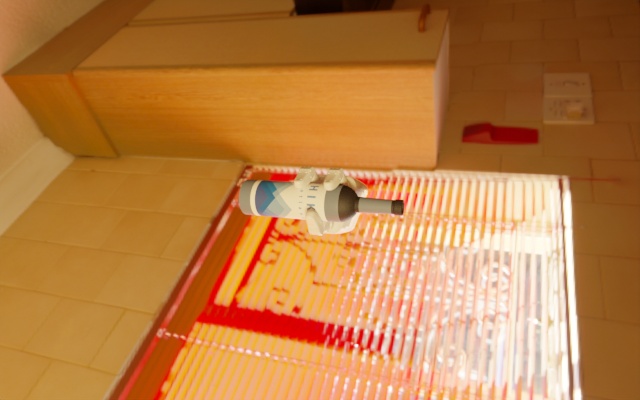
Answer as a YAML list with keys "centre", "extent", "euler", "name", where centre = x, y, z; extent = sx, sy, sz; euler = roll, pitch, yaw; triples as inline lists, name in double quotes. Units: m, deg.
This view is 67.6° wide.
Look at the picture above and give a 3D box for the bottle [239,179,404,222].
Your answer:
- centre: [0.000, 0.003, 0.848]
  extent: [0.295, 0.069, 0.069]
  euler: [4, 1, 20]
  name: "bottle"
